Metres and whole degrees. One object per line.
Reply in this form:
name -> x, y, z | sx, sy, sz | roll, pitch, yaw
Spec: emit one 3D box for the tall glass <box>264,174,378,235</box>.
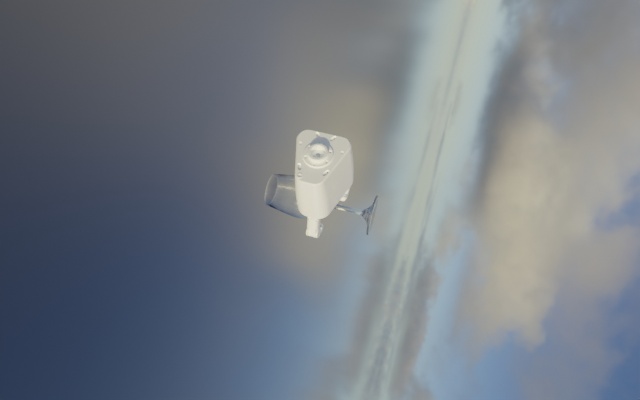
tall glass -> 0.001, 0.003, 0.882 | 0.201, 0.079, 0.079 | 14, 3, 11
